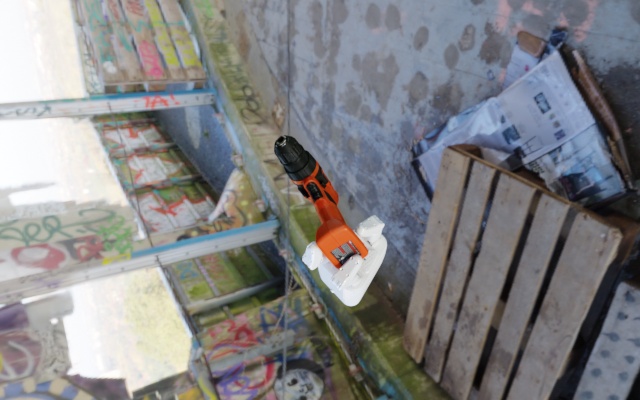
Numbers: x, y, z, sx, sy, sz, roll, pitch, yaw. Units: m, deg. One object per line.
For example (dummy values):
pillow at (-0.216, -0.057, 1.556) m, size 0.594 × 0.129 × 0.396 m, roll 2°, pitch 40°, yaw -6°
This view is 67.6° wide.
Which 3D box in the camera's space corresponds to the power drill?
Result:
power drill at (0.000, 0.003, 0.743) m, size 0.057 × 0.187 × 0.184 m, roll -31°, pitch -42°, yaw 9°
